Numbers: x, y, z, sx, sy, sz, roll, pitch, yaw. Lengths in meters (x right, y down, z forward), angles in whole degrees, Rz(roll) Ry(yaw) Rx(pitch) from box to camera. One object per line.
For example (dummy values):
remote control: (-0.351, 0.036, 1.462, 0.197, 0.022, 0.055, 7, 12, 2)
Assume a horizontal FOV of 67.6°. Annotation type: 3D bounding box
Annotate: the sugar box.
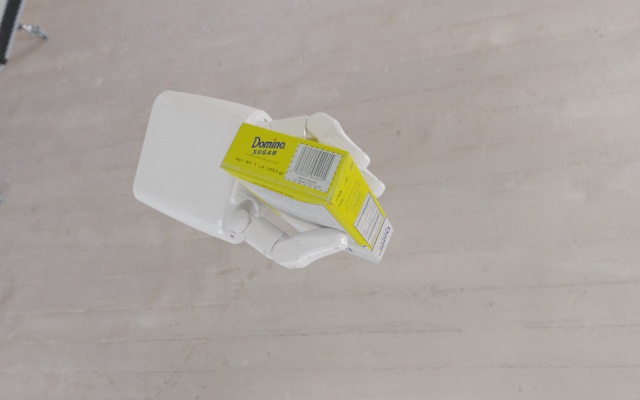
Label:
sugar box: (0.000, 0.001, 0.408, 0.093, 0.048, 0.176, 19, -10, 23)
